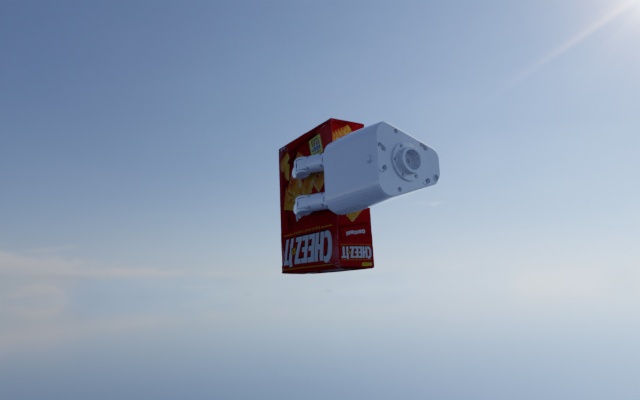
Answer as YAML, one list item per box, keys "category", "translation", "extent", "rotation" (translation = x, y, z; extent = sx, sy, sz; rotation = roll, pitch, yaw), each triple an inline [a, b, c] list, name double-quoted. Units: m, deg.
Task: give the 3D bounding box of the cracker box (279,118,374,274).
- category: "cracker box"
  translation: [0.000, 0.002, 0.733]
  extent: [0.072, 0.213, 0.164]
  rotation: [5, -13, -33]
